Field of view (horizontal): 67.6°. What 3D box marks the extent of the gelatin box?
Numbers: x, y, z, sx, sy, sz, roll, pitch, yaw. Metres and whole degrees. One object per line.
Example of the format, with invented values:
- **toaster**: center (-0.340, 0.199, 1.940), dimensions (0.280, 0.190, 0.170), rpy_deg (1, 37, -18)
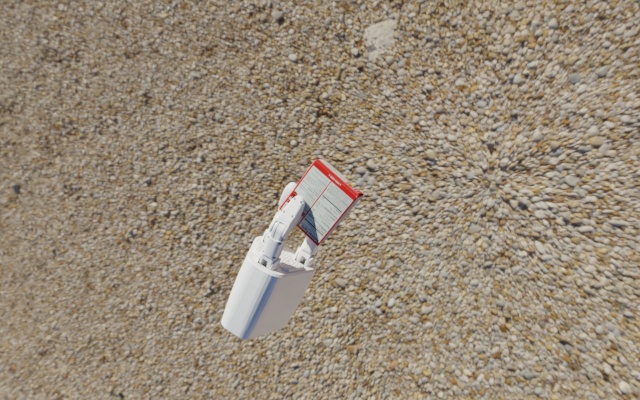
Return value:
- **gelatin box**: center (0.000, 0.002, 0.620), dimensions (0.073, 0.089, 0.030), rpy_deg (42, 21, 12)
